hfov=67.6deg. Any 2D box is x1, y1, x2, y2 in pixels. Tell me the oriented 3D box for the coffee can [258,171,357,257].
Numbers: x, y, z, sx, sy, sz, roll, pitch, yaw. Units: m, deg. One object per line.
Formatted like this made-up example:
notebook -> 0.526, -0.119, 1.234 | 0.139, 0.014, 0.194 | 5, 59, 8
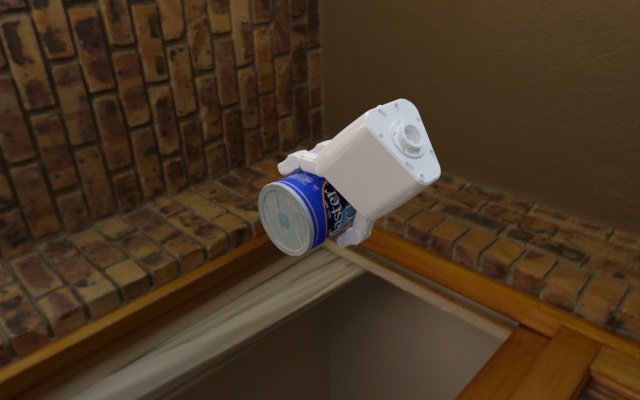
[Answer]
coffee can -> 0.000, 0.002, 0.662 | 0.140, 0.103, 0.103 | -27, 17, -38
